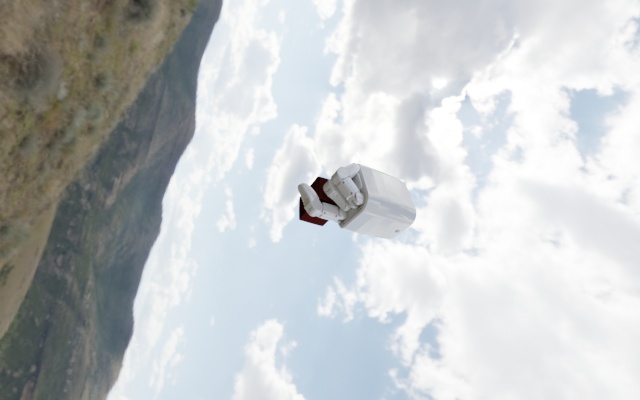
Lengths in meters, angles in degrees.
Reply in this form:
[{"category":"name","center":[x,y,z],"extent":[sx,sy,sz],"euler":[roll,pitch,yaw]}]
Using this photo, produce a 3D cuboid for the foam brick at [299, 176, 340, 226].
[{"category":"foam brick","center":[0.000,0.003,0.859],"extent":[0.051,0.053,0.078],"euler":[16,-36,-23]}]
